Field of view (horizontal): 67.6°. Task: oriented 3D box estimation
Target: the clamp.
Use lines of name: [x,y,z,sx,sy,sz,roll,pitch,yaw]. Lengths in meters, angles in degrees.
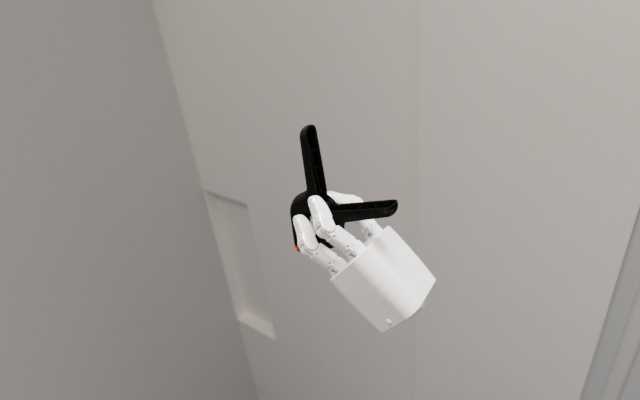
clamp: [0.001,0.002,0.684,0.036,0.164,0.210,-35,-10,-40]
